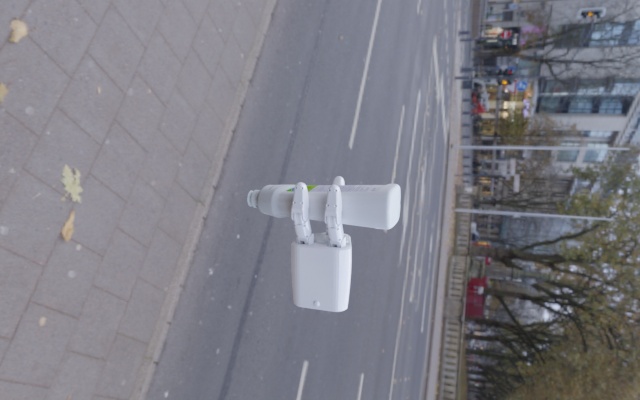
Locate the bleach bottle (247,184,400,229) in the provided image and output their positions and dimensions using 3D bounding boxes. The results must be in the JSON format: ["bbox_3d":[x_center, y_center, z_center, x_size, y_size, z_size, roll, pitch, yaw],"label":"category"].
[{"bbox_3d":[0.000,0.003,0.796,0.251,0.068,0.102,4,10,19],"label":"bleach bottle"}]
